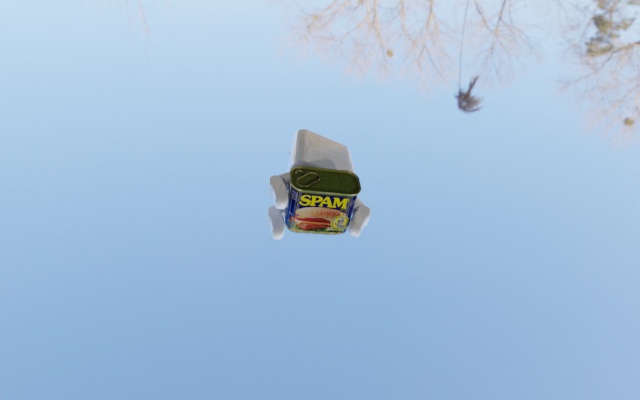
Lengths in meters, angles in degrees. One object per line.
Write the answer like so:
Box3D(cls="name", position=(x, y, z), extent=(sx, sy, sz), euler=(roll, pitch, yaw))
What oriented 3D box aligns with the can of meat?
Box3D(cls="can of meat", position=(0.000, 0.003, 0.701), extent=(0.102, 0.084, 0.057), euler=(5, 39, -10))
